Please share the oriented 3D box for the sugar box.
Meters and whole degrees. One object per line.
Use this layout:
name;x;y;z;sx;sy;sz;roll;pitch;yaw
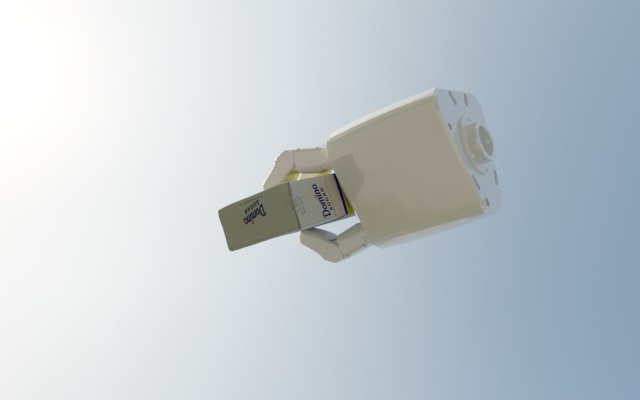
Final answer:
sugar box;0.000;0.001;0.459;0.093;0.048;0.176;-20;-6;39
